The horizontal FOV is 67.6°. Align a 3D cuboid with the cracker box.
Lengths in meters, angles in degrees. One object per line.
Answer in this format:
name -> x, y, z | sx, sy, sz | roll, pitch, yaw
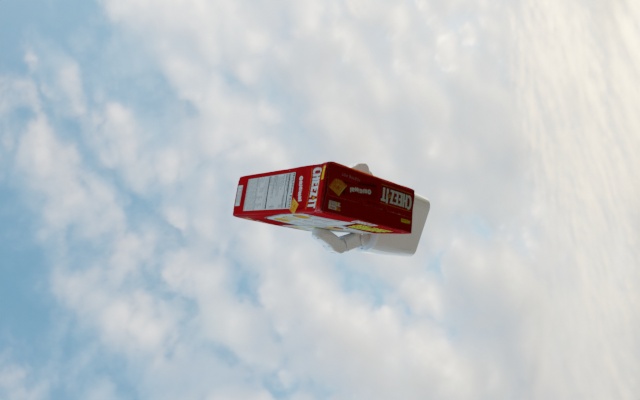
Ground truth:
cracker box -> 0.000, 0.002, 0.686 | 0.164, 0.072, 0.214 | 14, -12, -38
